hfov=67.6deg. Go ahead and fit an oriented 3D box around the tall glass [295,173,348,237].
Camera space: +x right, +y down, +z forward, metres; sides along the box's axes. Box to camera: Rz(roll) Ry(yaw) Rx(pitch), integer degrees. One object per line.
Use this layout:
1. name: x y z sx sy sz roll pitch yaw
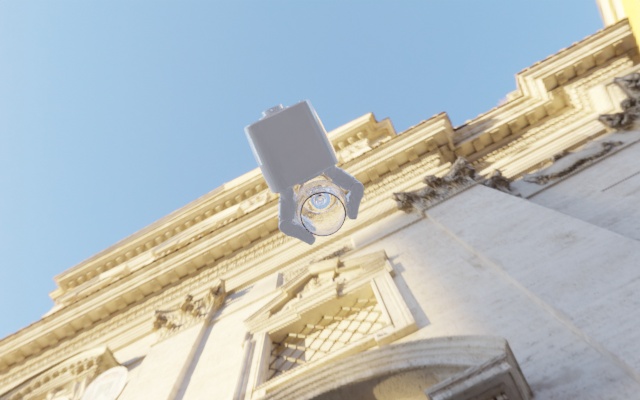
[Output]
1. tall glass: 0.000 0.002 0.738 0.079 0.079 0.201 0 10 -2
